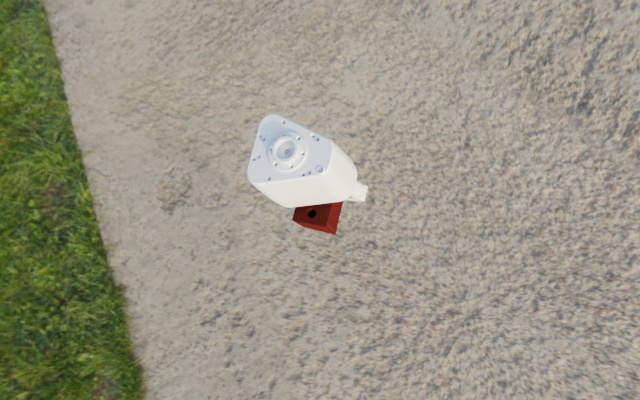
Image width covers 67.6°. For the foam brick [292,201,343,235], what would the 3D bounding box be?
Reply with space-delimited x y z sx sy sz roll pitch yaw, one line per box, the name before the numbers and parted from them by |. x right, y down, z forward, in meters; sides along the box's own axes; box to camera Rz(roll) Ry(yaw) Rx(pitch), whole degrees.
foam brick | 0.000 0.003 0.676 0.053 0.078 0.051 10 -10 20
